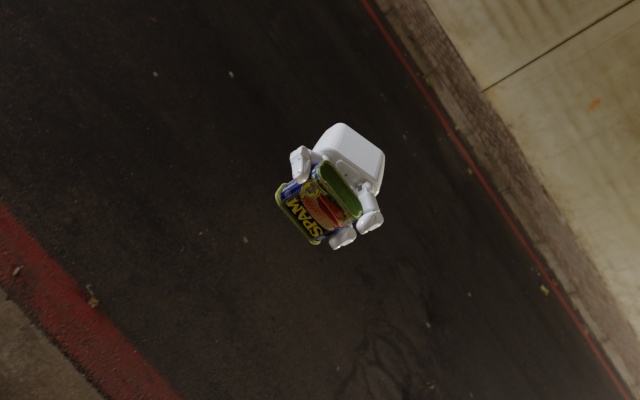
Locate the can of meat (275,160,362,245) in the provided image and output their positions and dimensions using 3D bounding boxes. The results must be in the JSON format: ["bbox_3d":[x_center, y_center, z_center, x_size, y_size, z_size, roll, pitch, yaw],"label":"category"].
[{"bbox_3d":[0.000,0.002,0.695,0.084,0.102,0.057,-31,16,30],"label":"can of meat"}]
